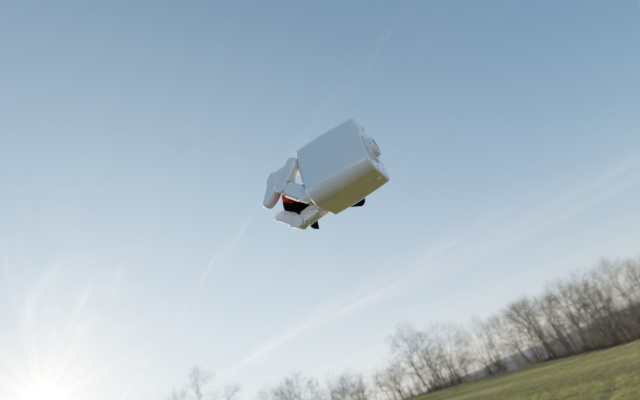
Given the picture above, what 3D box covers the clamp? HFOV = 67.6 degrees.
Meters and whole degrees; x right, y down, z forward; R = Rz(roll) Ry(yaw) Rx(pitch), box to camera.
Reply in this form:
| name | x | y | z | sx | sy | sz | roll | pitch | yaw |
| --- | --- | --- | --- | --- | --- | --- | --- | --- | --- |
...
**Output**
| name | x | y | z | sx | sy | sz | roll | pitch | yaw |
| --- | --- | --- | --- | --- | --- | --- | --- | --- | --- |
| clamp | 0.000 | 0.002 | 0.817 | 0.120 | 0.039 | 0.171 | -31 | -25 | 17 |
